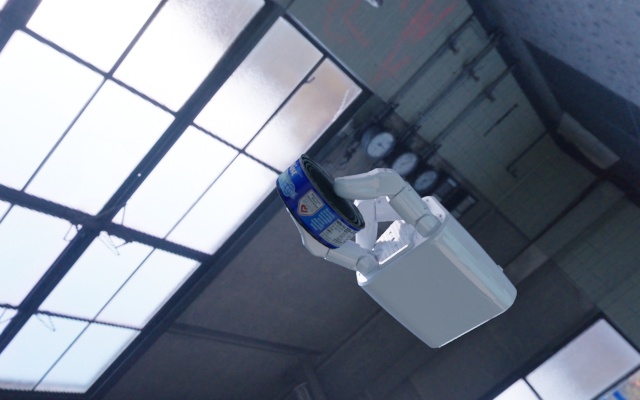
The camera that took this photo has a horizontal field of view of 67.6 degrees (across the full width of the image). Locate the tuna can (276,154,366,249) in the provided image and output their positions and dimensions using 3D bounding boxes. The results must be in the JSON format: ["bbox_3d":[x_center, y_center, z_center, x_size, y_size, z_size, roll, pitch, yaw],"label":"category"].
[{"bbox_3d":[0.000,0.002,0.427,0.034,0.086,0.086,-41,-11,13],"label":"tuna can"}]
